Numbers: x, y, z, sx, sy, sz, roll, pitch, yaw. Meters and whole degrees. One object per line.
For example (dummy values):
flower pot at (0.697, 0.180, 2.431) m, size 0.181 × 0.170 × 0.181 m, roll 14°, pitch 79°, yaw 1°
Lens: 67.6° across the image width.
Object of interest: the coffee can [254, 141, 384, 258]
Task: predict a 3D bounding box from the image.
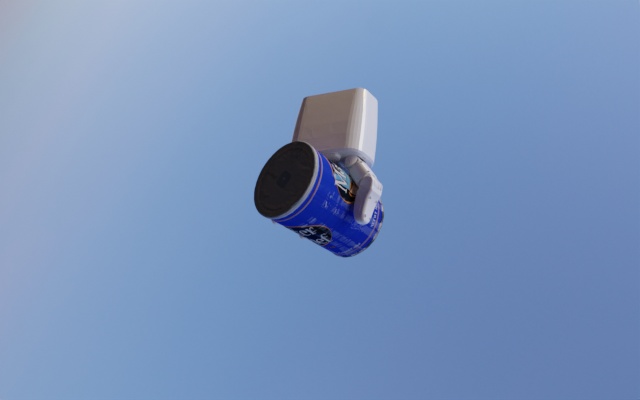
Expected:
coffee can at (0.000, 0.002, 0.615) m, size 0.103 × 0.102 × 0.140 m, roll 0°, pitch -24°, yaw 45°
